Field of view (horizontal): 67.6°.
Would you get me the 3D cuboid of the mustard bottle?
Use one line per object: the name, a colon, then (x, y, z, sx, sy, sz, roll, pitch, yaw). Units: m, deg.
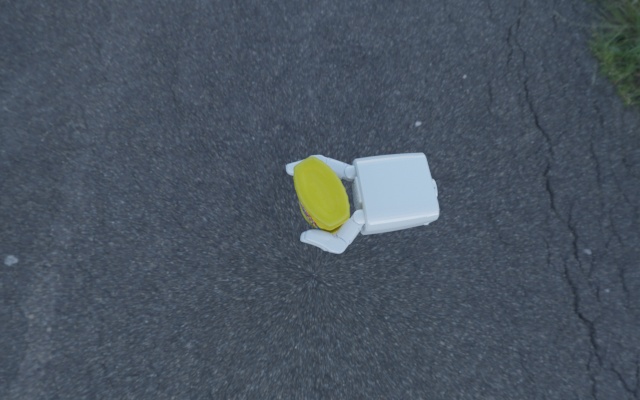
mustard bottle: (0.000, 0.002, 0.695, 0.058, 0.096, 0.192, -32, -7, -5)
